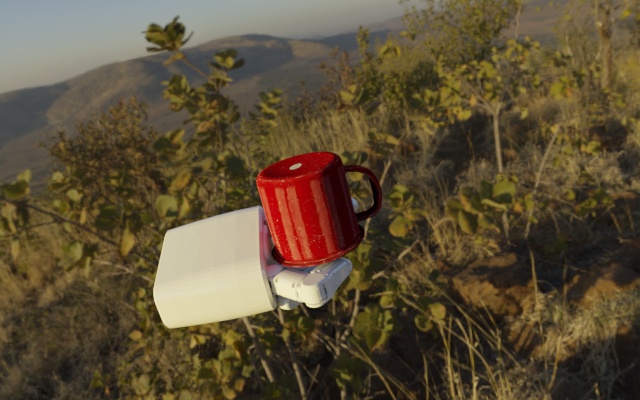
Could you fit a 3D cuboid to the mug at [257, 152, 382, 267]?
[{"bbox_3d":[0.001,0.001,0.449,0.117,0.081,0.093,-14,20,2],"label":"mug"}]
